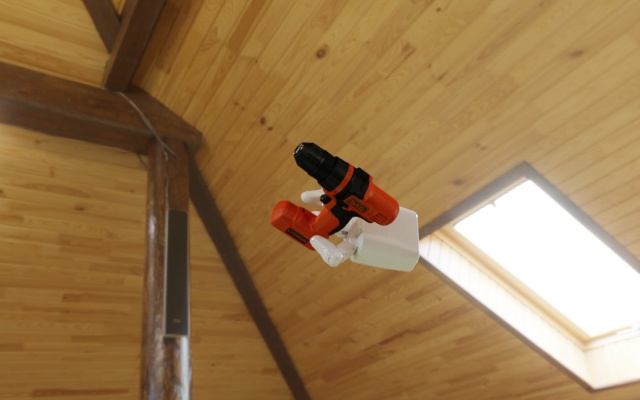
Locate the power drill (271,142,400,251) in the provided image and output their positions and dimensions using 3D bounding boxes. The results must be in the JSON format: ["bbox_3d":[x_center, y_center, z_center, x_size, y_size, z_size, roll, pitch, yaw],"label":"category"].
[{"bbox_3d":[0.000,0.003,0.741,0.184,0.057,0.188,35,-39,-18],"label":"power drill"}]
